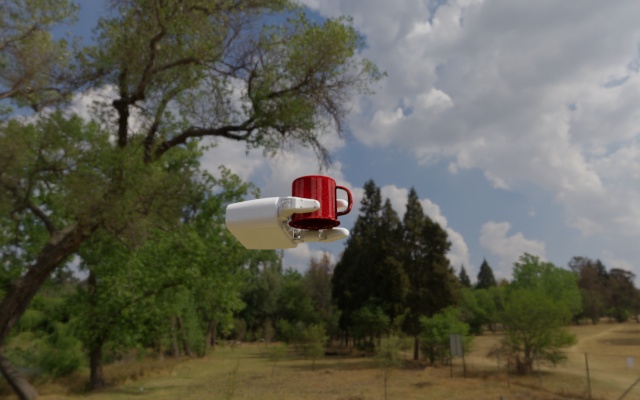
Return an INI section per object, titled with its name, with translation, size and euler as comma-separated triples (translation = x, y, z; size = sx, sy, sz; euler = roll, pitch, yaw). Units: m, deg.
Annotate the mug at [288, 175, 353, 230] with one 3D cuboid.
[mug]
translation = 0.001, 0.002, 0.856
size = 0.117, 0.081, 0.093
euler = -6, -17, 18
